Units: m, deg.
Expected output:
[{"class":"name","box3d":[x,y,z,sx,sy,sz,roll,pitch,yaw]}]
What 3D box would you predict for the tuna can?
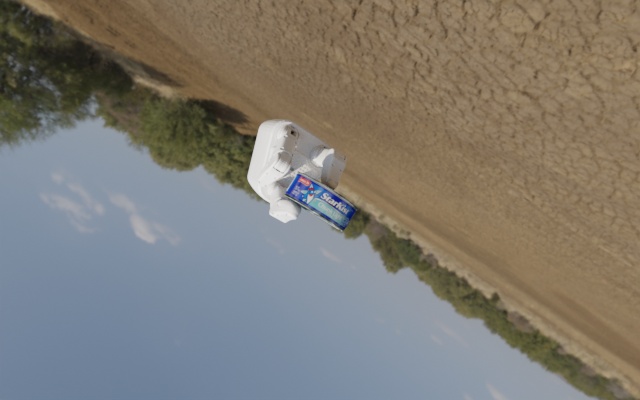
[{"class":"tuna can","box3d":[0.000,0.002,0.576,0.086,0.034,0.086,32,-4,2]}]
